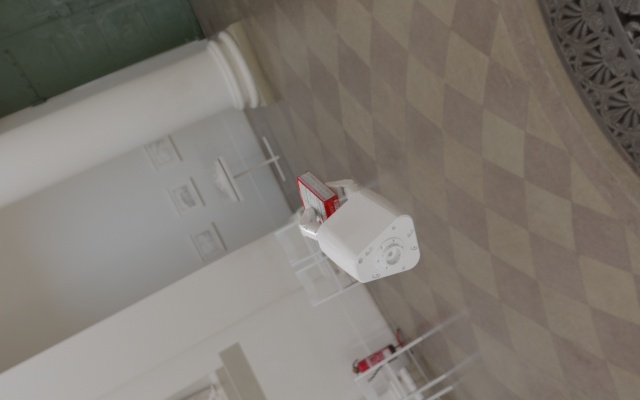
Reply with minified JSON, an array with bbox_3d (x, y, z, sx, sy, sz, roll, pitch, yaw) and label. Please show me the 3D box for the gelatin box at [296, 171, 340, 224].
[{"bbox_3d":[0.000,0.003,0.793,0.030,0.073,0.089,-31,45,-19],"label":"gelatin box"}]
